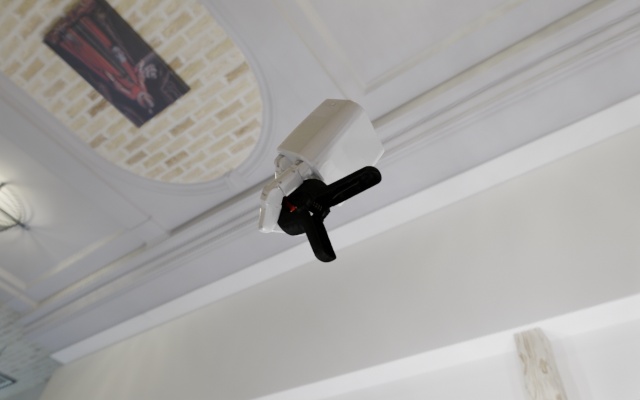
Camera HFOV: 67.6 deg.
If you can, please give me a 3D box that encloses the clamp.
[{"bbox_3d":[0.000,0.002,0.575,0.039,0.120,0.171,48,-13,-30],"label":"clamp"}]
